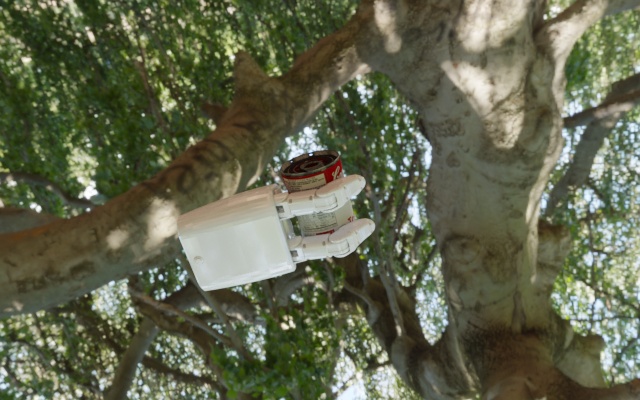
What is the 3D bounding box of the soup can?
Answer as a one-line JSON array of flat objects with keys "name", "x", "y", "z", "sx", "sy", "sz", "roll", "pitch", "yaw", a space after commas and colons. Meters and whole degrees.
[{"name": "soup can", "x": 0.001, "y": 0.002, "z": 0.546, "sx": 0.068, "sy": 0.102, "sz": 0.068, "roll": -13, "pitch": 23, "yaw": 6}]
